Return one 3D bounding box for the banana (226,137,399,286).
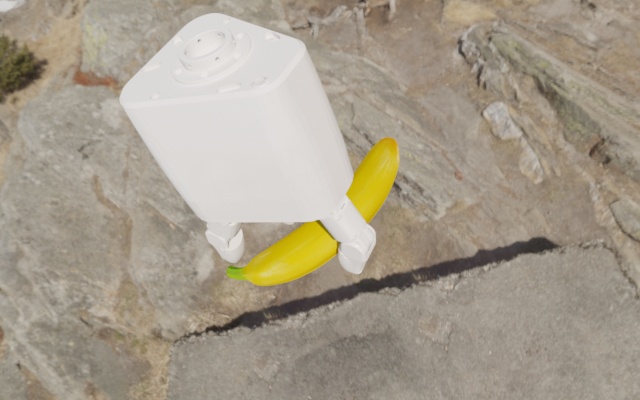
[{"bbox_3d":[0.008,0.012,0.410,0.198,0.037,0.069,-38,46,-12],"label":"banana"}]
